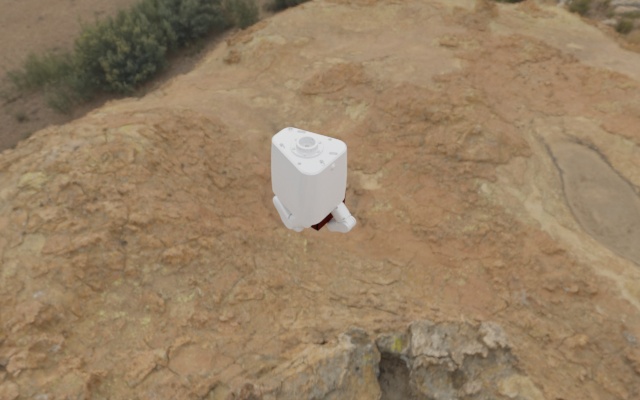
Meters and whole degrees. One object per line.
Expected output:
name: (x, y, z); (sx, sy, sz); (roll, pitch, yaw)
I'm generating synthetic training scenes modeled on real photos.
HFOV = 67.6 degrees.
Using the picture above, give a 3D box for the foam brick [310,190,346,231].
foam brick: (0.000, 0.003, 0.814); (0.053, 0.051, 0.078); (30, 52, 25)
